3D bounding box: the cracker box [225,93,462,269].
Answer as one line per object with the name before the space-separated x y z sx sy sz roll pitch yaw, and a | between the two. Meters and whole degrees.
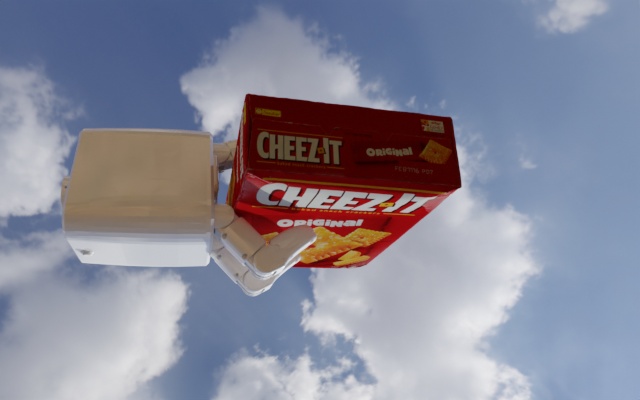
cracker box | 0.000 0.001 0.434 0.164 0.072 0.214 3 -24 -15
